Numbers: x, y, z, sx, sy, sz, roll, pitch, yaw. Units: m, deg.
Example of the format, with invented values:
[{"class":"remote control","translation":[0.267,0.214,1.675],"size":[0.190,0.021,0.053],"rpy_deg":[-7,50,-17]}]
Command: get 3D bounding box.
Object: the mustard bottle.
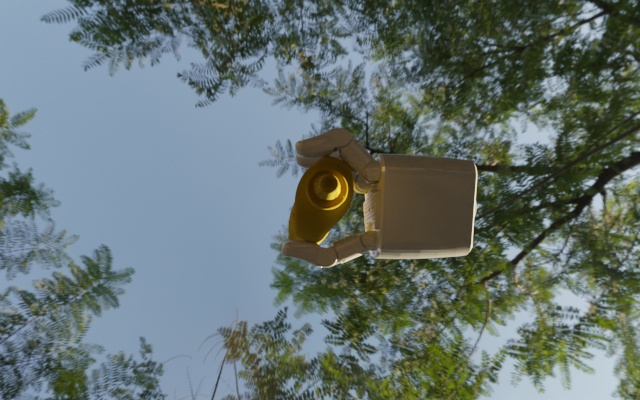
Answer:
[{"class":"mustard bottle","translation":[0.000,0.002,0.539],"size":[0.058,0.096,0.192],"rpy_deg":[25,-12,-1]}]
